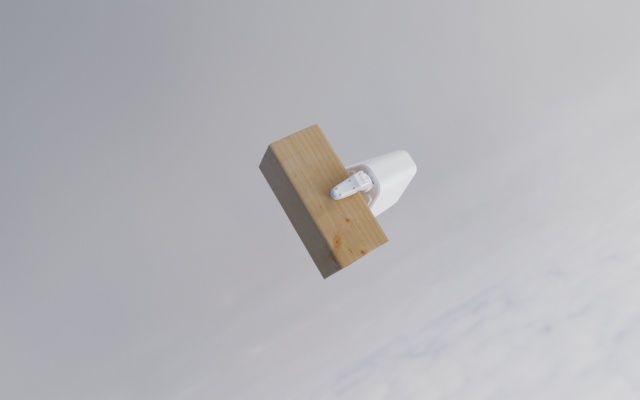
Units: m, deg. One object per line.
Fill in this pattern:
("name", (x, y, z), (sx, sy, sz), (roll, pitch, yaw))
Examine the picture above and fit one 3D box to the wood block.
("wood block", (0.001, 0.002, 0.726), (0.090, 0.206, 0.091), (-28, -8, -25))
